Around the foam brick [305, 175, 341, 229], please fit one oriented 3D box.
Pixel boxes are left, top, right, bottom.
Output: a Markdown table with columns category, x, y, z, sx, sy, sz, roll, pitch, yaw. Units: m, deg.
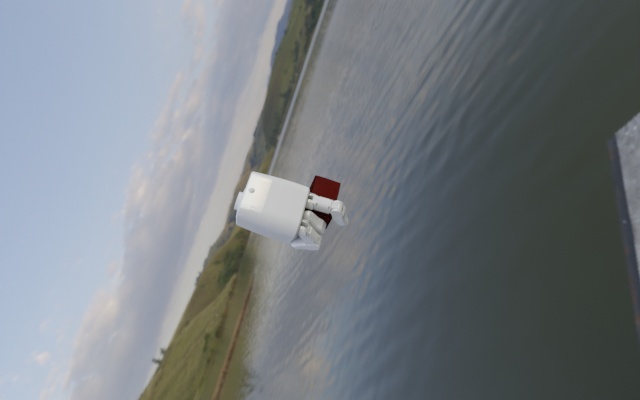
| category | x | y | z | sx | sy | sz | roll | pitch | yaw |
| --- | --- | --- | --- | --- | --- | --- | --- | --- | --- |
| foam brick | 0.000 | 0.003 | 0.879 | 0.051 | 0.078 | 0.053 | 18 | -32 | -5 |
